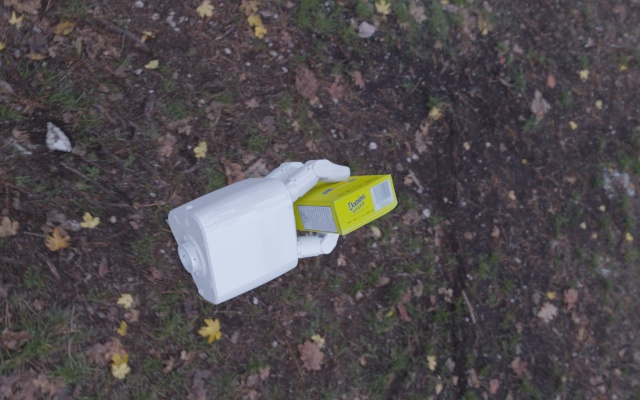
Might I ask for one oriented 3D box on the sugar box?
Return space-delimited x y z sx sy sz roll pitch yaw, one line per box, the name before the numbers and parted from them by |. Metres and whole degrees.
sugar box | 0.000 0.001 0.595 0.093 0.048 0.176 -25 17 -34
